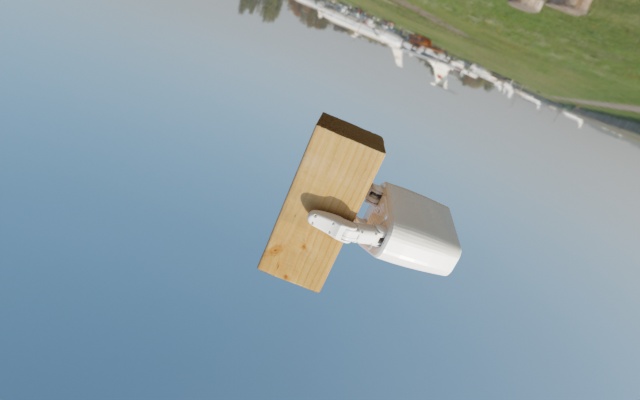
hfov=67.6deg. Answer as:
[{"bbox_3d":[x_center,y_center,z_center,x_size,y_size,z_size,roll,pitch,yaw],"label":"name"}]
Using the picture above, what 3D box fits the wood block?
[{"bbox_3d":[0.000,0.002,0.625,0.090,0.206,0.090,22,20,-4],"label":"wood block"}]
